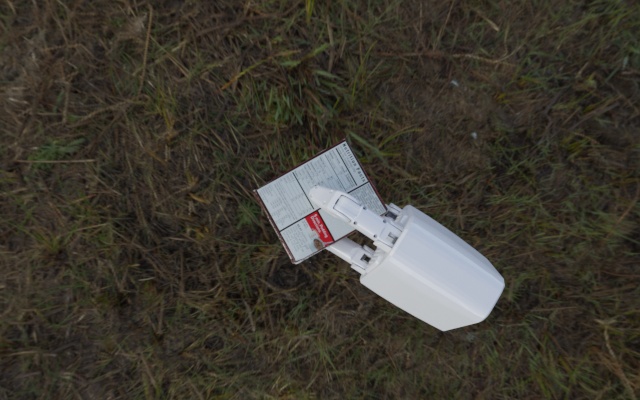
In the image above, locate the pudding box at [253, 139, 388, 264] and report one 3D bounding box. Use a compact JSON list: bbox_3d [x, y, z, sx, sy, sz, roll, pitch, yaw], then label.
[{"bbox_3d":[0.000,0.002,0.499,0.113,0.090,0.039,-29,-4,-5],"label":"pudding box"}]
